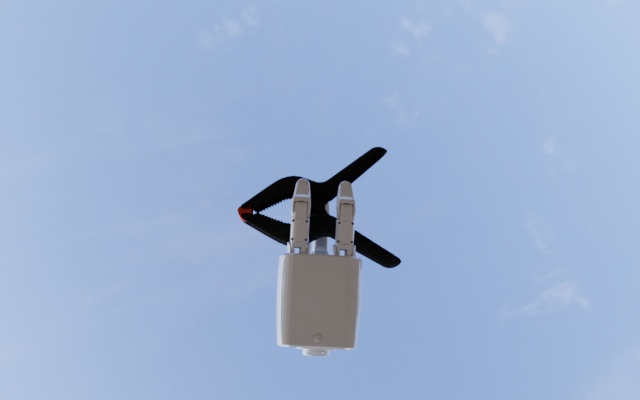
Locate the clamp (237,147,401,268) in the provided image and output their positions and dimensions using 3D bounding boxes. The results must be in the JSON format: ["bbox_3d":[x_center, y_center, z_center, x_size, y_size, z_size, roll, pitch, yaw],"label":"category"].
[{"bbox_3d":[0.000,0.003,0.625,0.210,0.164,0.036,3,-19,-1],"label":"clamp"}]
